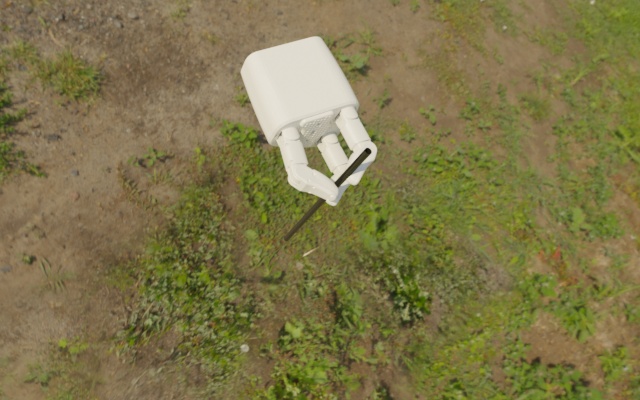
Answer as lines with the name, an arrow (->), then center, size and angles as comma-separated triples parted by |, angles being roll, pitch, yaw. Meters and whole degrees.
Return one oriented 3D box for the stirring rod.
stirring rod -> 0.000, 0.002, 0.585 | 0.011, 0.011, 0.240 | 0, -26, -27
